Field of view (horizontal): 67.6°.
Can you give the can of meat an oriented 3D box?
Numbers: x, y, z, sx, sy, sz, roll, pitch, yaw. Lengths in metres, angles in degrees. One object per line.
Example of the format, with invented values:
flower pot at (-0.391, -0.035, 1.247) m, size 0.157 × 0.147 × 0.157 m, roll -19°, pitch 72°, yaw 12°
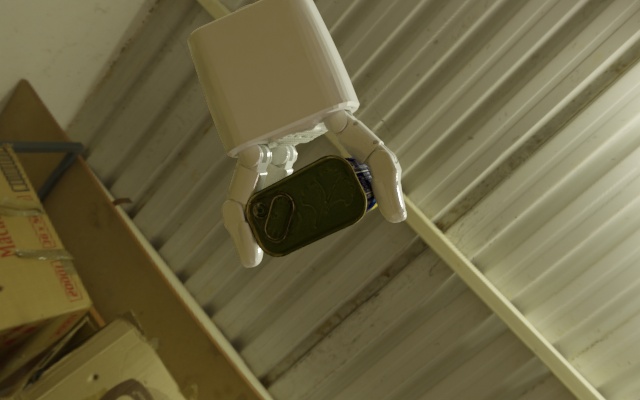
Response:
can of meat at (0.000, 0.001, 0.415) m, size 0.102 × 0.057 × 0.084 m, roll -27°, pitch -3°, yaw 21°
